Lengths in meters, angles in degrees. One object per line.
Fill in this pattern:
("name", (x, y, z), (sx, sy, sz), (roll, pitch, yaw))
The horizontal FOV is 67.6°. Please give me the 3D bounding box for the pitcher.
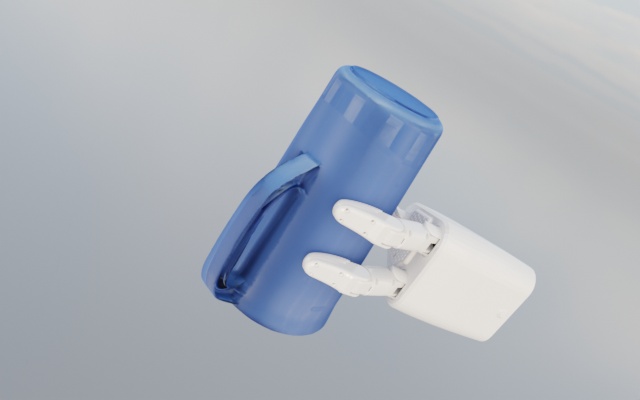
("pitcher", (0.000, 0.002, 0.451), (0.145, 0.243, 0.149), (27, 23, -11))
